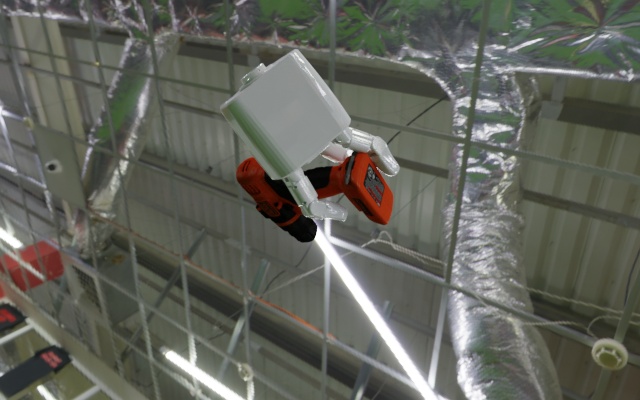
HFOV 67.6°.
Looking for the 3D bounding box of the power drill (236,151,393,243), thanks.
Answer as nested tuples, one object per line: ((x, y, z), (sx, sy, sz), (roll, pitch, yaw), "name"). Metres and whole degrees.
((0.000, 0.002, 0.659), (0.187, 0.057, 0.184), (-6, -36, 31), "power drill")
